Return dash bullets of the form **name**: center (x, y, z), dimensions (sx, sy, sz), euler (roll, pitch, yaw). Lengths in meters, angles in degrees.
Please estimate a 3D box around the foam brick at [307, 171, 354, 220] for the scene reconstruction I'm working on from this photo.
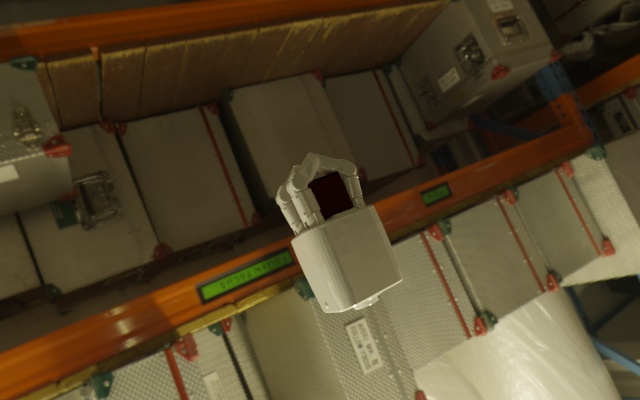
- **foam brick**: center (0.000, 0.002, 0.638), dimensions (0.053, 0.051, 0.078), euler (-21, -7, -20)
